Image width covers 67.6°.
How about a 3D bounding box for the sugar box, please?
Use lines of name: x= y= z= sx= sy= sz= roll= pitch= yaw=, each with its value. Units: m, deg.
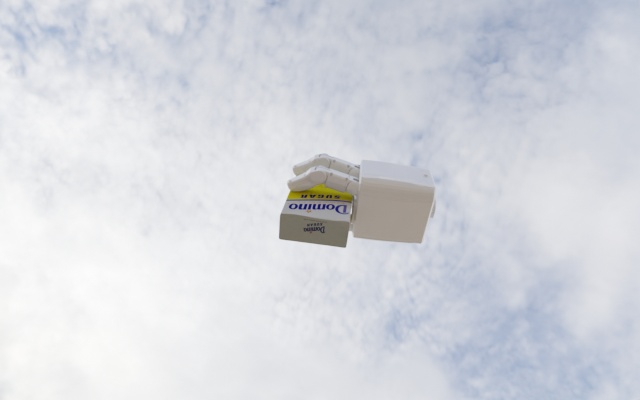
sugar box: x=0.000 y=0.002 z=0.694 sx=0.093 sy=0.048 sz=0.176 roll=7 pitch=24 yaw=3
